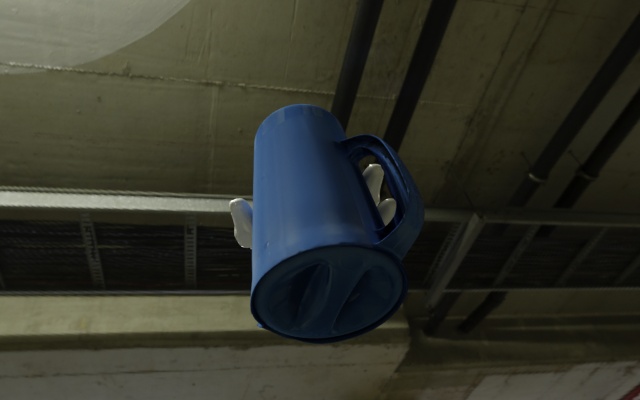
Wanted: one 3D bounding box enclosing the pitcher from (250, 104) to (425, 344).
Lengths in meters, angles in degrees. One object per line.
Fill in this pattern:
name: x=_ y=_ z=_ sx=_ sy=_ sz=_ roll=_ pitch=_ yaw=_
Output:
pitcher: x=0.000 y=0.002 z=0.477 sx=0.149 sy=0.145 sz=0.242 roll=-6 pitch=43 yaw=-6
